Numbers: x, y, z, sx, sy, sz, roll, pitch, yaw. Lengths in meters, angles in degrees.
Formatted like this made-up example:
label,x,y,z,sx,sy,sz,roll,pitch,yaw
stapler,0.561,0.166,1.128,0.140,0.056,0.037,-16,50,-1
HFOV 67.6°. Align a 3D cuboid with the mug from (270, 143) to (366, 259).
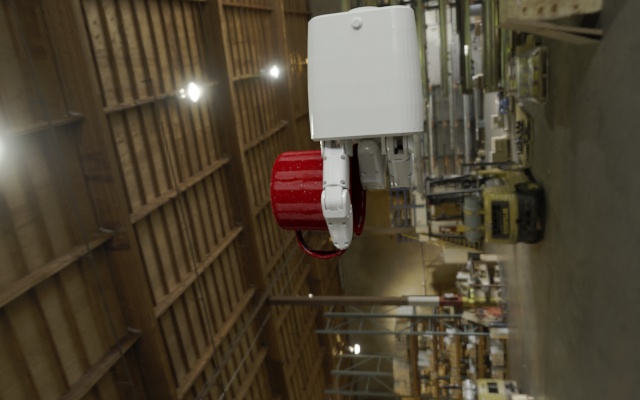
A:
label,x,y,z,sx,sy,sz,roll,pitch,yaw
mug,0.000,0.003,0.488,0.081,0.117,0.093,-1,8,14
